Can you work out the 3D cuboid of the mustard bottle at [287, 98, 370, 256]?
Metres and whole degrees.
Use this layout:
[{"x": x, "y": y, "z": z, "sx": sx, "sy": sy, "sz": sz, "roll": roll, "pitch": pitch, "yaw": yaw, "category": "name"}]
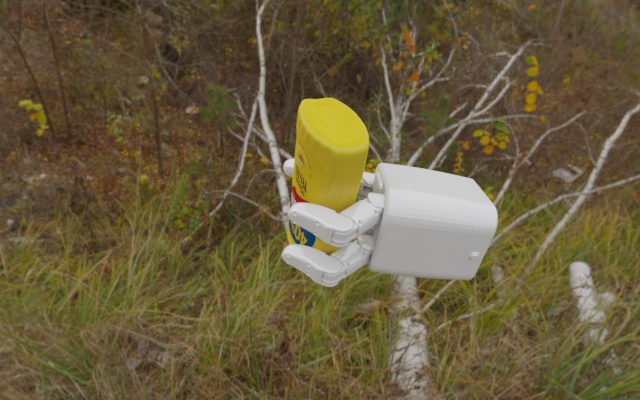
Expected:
[{"x": 0.000, "y": 0.001, "z": 0.483, "sx": 0.058, "sy": 0.192, "sz": 0.096, "roll": -8, "pitch": 42, "yaw": -20, "category": "mustard bottle"}]
